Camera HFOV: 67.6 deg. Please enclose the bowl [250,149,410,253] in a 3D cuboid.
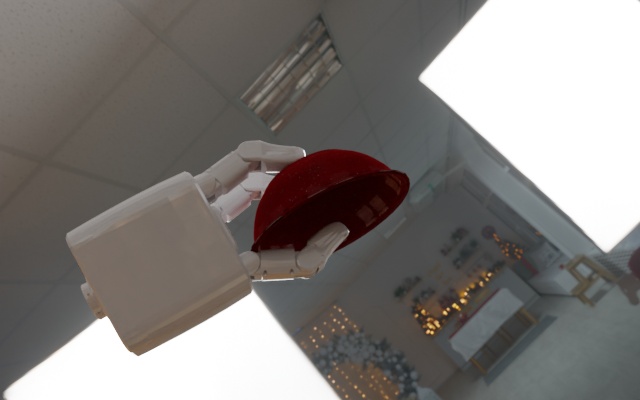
[{"bbox_3d":[0.001,0.001,0.446,0.162,0.055,0.162,-23,-23,-10],"label":"bowl"}]
